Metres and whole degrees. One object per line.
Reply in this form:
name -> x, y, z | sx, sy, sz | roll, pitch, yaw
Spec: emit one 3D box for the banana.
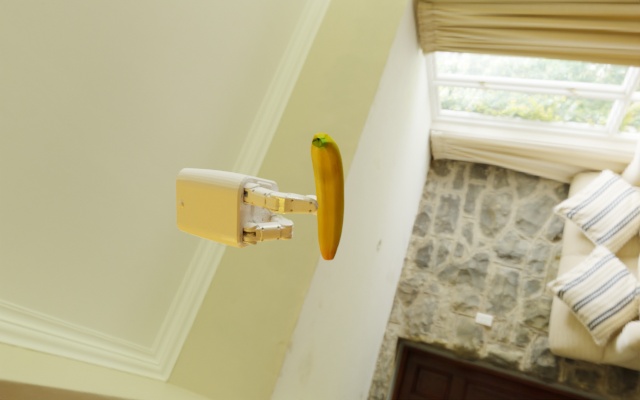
banana -> 0.007, -0.012, 0.615 | 0.037, 0.198, 0.069 | 10, 42, 21
